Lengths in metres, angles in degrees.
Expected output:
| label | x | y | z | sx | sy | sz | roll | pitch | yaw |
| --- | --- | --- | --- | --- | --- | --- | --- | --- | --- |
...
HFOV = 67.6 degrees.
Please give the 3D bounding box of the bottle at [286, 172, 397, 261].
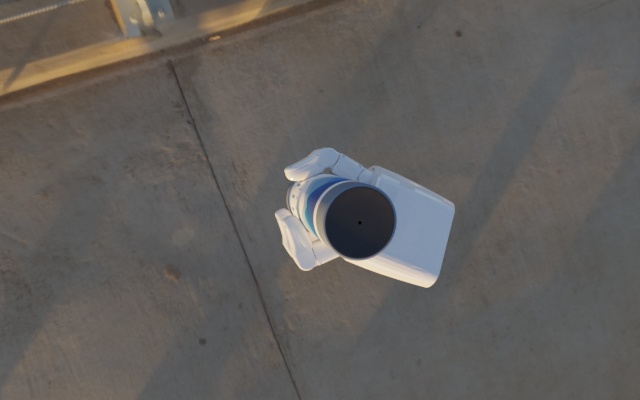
| label | x | y | z | sx | sy | sz | roll | pitch | yaw |
| --- | --- | --- | --- | --- | --- | --- | --- | --- | --- |
| bottle | 0.000 | 0.002 | 0.544 | 0.069 | 0.069 | 0.295 | 0 | 7 | -13 |
